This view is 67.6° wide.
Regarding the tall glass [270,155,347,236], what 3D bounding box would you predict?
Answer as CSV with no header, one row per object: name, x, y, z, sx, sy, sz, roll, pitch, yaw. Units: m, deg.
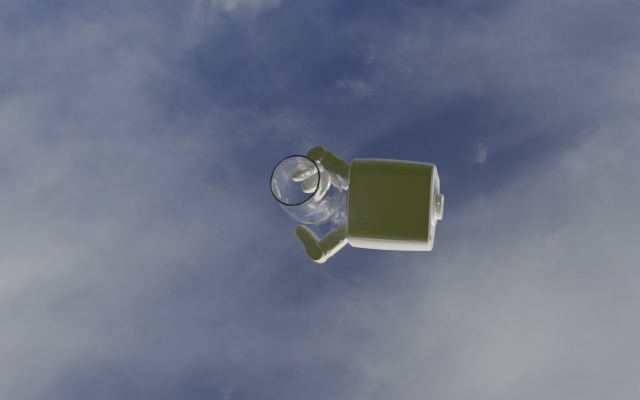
tall glass,0.000,0.002,0.637,0.079,0.079,0.201,0,-15,19
